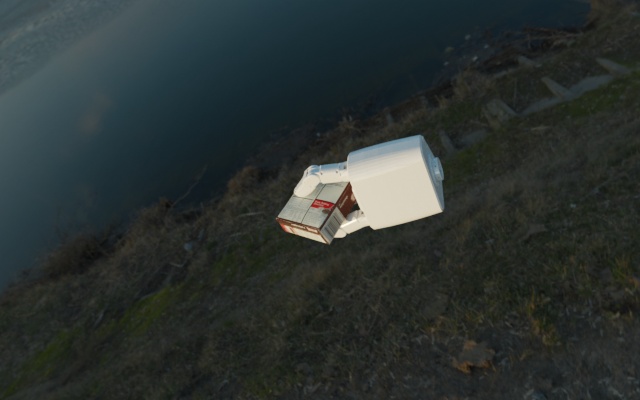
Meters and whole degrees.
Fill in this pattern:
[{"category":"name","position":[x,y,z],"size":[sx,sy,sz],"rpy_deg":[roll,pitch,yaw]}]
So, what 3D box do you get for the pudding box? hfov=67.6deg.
[{"category":"pudding box","position":[0.000,0.002,0.716],"size":[0.090,0.113,0.039],"rpy_deg":[12,-32,40]}]
